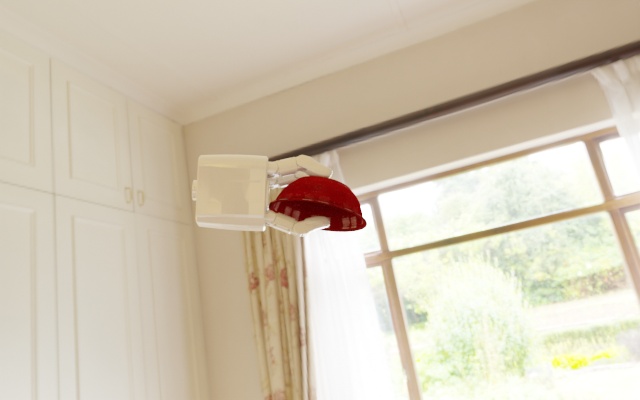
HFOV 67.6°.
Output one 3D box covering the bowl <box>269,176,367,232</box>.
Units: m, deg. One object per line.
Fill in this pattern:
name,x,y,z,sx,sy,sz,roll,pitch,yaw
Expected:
bowl,0.001,0.002,0.775,0.162,0.055,0.162,10,-18,3
